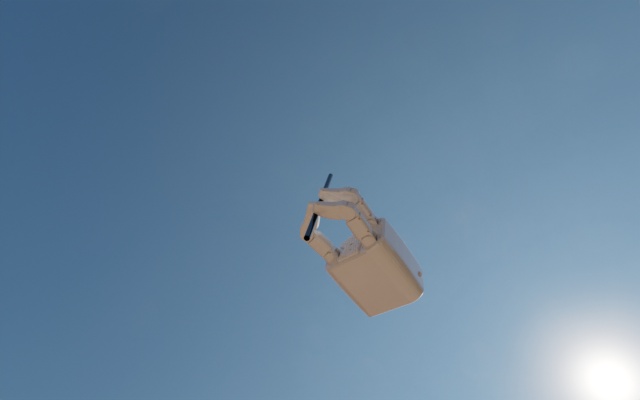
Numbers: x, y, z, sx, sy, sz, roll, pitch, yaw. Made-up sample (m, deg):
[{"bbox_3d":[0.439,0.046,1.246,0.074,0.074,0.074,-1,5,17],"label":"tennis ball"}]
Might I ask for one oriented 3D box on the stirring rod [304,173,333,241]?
[{"bbox_3d":[0.000,0.002,0.703,0.011,0.011,0.239,0,22,9],"label":"stirring rod"}]
